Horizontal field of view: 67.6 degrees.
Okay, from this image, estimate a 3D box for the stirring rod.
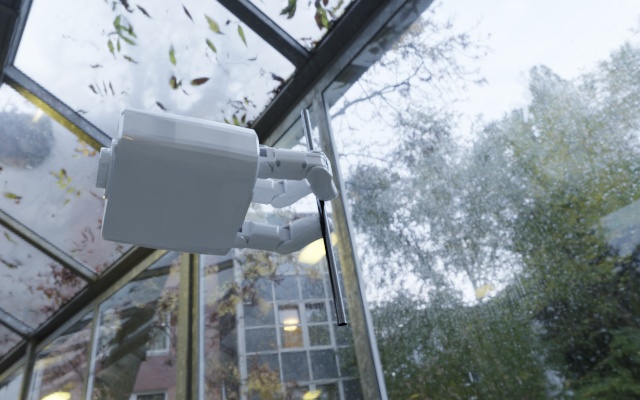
[{"bbox_3d":[0.000,0.002,0.449,0.011,0.239,0.011,-7,-35,-5],"label":"stirring rod"}]
